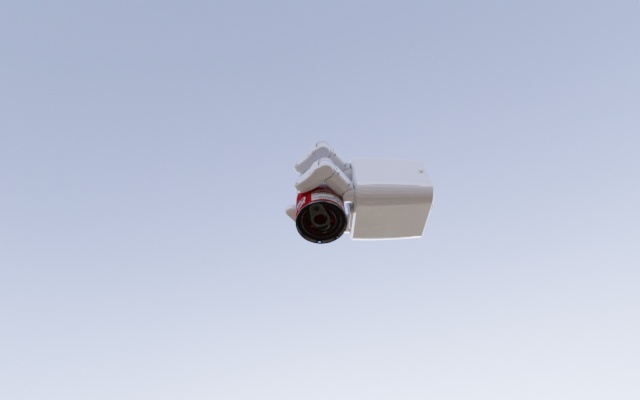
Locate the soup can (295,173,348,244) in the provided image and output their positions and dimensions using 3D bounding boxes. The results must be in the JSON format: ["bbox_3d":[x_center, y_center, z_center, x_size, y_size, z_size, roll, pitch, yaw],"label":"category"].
[{"bbox_3d":[0.000,0.002,0.659,0.068,0.068,0.102,0,33,-2],"label":"soup can"}]
